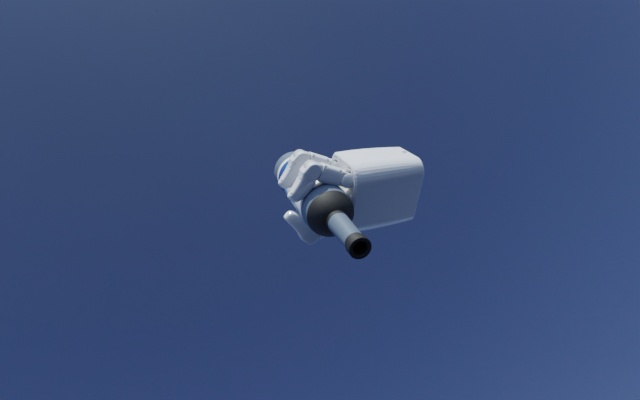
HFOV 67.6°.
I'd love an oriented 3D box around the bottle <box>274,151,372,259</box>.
[{"bbox_3d":[0.000,0.002,0.661,0.069,0.069,0.295,0,21,-19],"label":"bottle"}]
